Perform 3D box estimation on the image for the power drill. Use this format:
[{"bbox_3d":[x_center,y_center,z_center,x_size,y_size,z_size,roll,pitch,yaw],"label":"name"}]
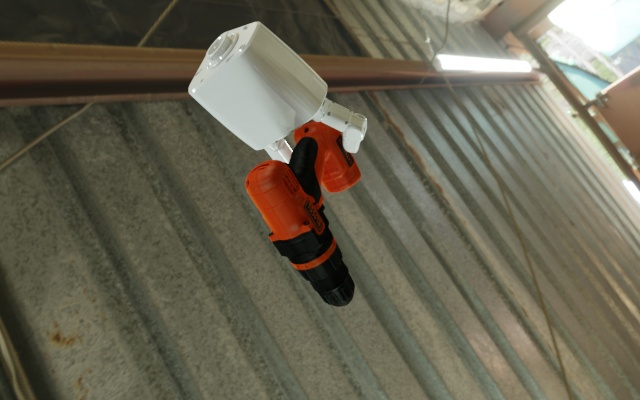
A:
[{"bbox_3d":[0.000,0.001,0.544,0.057,0.184,0.187,-17,29,23],"label":"power drill"}]
